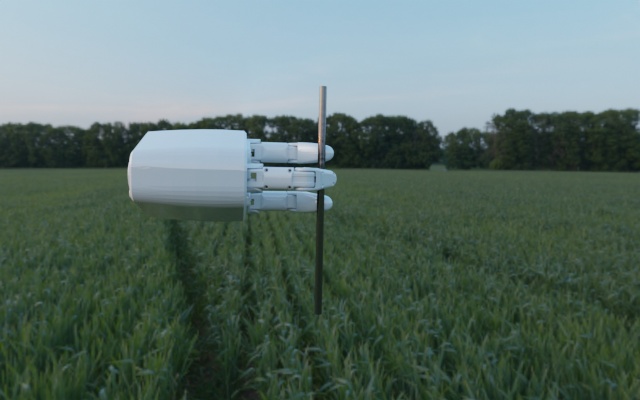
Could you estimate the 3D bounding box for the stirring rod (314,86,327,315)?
[{"bbox_3d":[0.000,0.002,0.504,0.011,0.239,0.011,1,4,0],"label":"stirring rod"}]
